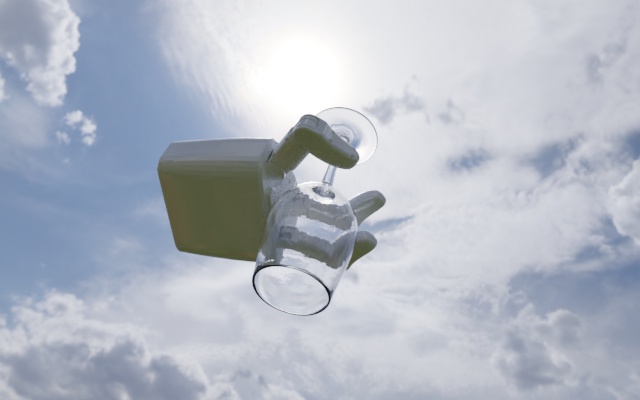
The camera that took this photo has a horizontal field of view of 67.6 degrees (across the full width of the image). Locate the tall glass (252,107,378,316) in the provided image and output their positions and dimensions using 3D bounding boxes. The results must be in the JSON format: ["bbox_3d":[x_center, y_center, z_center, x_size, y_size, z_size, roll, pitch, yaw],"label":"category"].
[{"bbox_3d":[0.000,0.001,0.426,0.079,0.079,0.201,0,42,17],"label":"tall glass"}]
